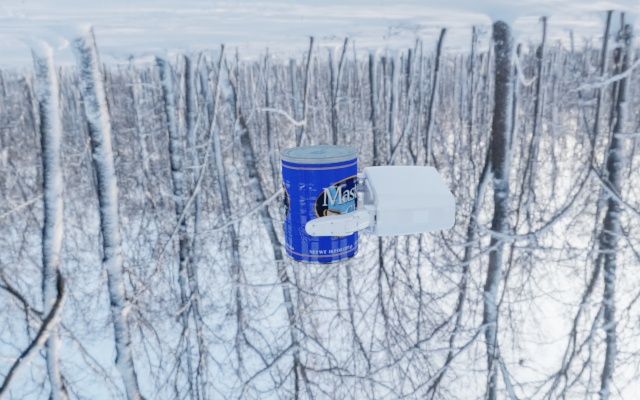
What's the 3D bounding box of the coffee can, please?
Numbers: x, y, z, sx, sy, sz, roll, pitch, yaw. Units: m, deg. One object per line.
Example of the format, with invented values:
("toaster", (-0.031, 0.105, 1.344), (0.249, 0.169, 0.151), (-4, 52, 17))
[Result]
("coffee can", (0.000, 0.002, 0.646), (0.103, 0.140, 0.102), (-2, 16, 0))
